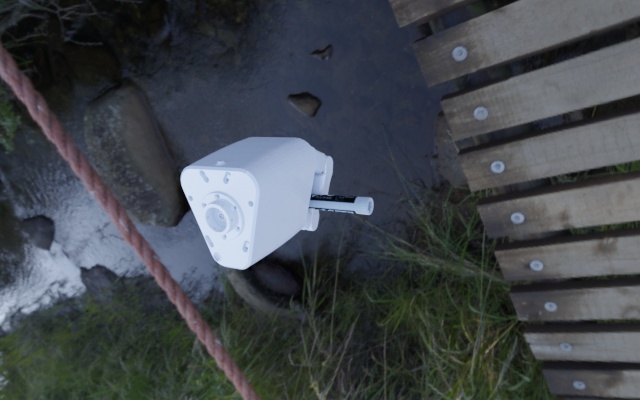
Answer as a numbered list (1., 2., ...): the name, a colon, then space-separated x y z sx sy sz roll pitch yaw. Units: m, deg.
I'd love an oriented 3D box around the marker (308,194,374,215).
1. marker: 0.000 0.002 0.538 0.121 0.020 0.020 5 2 27
